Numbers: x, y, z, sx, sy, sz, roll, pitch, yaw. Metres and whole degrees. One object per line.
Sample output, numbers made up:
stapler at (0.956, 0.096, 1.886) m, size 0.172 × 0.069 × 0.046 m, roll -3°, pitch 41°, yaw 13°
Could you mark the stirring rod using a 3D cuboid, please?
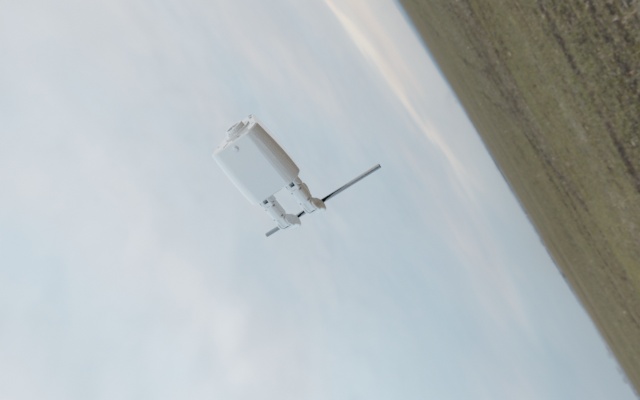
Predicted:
stirring rod at (0.000, 0.003, 0.818) m, size 0.239 × 0.011 × 0.011 m, roll -32°, pitch -12°, yaw 19°
